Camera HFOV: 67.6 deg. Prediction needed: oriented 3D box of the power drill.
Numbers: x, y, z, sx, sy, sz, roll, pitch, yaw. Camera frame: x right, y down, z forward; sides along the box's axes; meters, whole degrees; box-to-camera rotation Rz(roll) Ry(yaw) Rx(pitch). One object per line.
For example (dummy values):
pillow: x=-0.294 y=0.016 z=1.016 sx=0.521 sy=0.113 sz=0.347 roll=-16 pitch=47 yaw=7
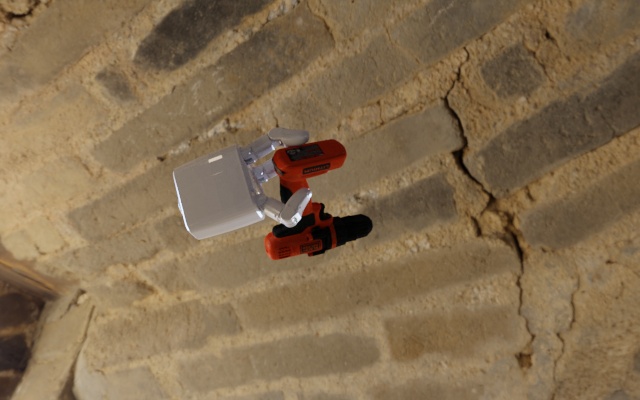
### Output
power drill: x=0.000 y=0.002 z=0.739 sx=0.184 sy=0.188 sz=0.057 roll=-13 pitch=36 yaw=-18
